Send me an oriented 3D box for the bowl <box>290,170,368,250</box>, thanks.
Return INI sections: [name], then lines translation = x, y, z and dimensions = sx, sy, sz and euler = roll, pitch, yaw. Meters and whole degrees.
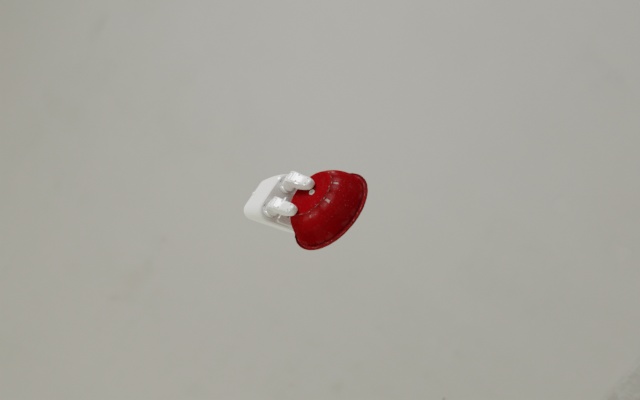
[bowl]
translation = 0.001, 0.002, 0.809
dimensions = 0.055, 0.162, 0.162
euler = 42, -25, -30
